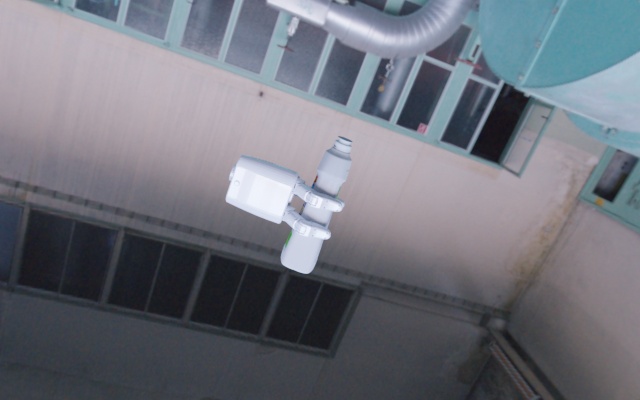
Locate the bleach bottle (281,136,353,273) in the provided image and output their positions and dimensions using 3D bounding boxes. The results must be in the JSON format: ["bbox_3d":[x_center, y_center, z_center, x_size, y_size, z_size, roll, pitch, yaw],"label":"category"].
[{"bbox_3d":[0.000,0.003,0.869,0.068,0.251,0.102,21,18,-2],"label":"bleach bottle"}]
